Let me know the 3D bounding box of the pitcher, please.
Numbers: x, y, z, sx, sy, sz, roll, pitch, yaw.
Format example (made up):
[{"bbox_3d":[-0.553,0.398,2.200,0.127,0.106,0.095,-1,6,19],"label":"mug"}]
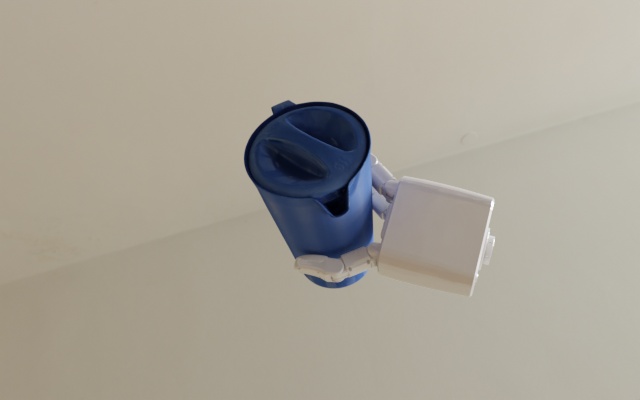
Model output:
[{"bbox_3d":[0.000,0.002,0.588,0.145,0.149,0.243,12,-32,19],"label":"pitcher"}]
